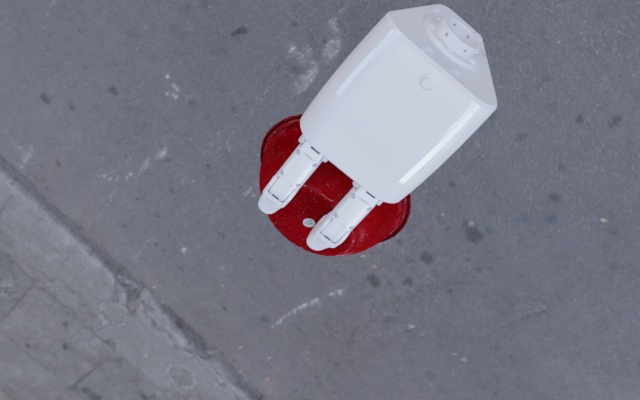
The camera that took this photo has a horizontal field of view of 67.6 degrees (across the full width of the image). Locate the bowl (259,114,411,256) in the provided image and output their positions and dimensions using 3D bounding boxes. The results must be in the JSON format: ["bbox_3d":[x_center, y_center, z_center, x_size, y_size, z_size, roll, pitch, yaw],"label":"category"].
[{"bbox_3d":[0.000,0.003,0.452,0.162,0.162,0.055,0,41,36],"label":"bowl"}]
